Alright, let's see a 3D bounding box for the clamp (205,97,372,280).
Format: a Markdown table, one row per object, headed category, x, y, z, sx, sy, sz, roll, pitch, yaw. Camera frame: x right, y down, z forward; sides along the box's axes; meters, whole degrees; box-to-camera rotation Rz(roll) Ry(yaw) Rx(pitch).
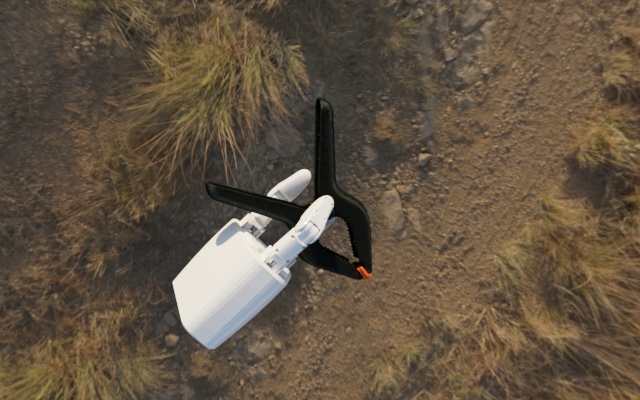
| category | x | y | z | sx | sy | sz | roll | pitch | yaw |
| --- | --- | --- | --- | --- | --- | --- | --- | --- | --- |
| clamp | 0.000 | 0.002 | 0.542 | 0.164 | 0.210 | 0.036 | -44 | 16 | 0 |
